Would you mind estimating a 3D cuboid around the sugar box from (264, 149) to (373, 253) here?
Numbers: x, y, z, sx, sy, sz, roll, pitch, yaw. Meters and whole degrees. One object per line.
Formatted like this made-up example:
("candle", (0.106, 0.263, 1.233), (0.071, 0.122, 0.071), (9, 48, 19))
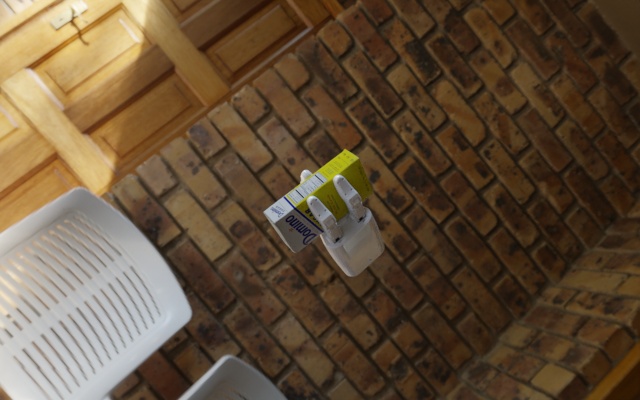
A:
("sugar box", (0.001, 0.003, 0.804), (0.048, 0.176, 0.093), (40, -14, 43))
